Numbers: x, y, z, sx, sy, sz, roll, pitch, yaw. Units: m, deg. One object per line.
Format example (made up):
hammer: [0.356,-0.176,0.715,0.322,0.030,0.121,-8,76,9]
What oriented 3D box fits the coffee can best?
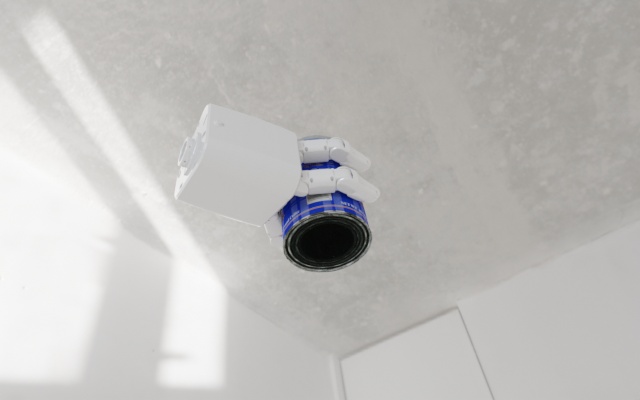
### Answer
coffee can: [0.000,0.002,0.589,0.103,0.103,0.140,0,43,-10]
